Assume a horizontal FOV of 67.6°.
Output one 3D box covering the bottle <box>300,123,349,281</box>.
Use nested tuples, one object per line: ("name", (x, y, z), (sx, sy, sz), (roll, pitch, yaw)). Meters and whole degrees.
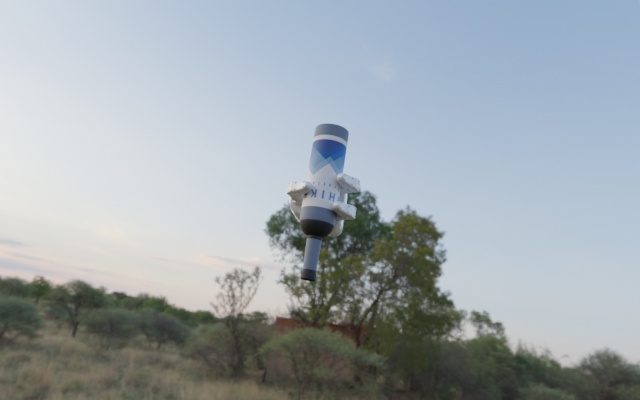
("bottle", (0.000, 0.003, 0.894), (0.069, 0.295, 0.069), (9, -17, 3))
